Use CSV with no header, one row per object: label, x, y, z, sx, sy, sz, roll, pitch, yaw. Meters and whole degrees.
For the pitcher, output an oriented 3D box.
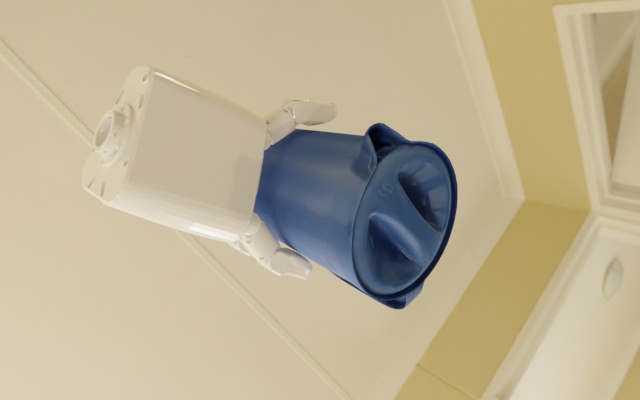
pitcher,0.000,0.001,0.472,0.145,0.149,0.242,18,1,-43
